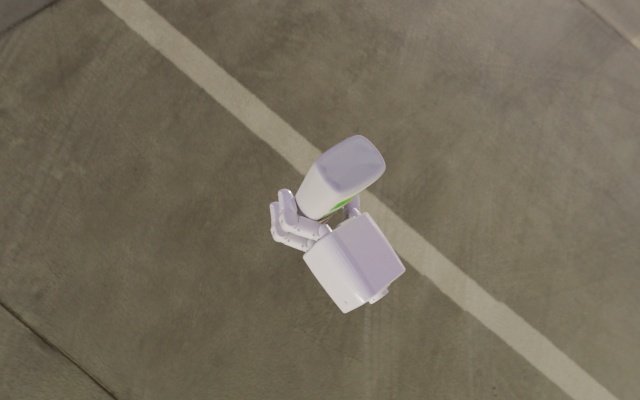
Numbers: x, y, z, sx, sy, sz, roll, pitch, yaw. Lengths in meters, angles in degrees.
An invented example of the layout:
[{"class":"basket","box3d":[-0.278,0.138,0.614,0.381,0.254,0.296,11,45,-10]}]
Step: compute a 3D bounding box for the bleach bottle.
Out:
[{"class":"bleach bottle","box3d":[0.000,0.002,0.717,0.102,0.068,0.251,-32,-9,-28]}]
